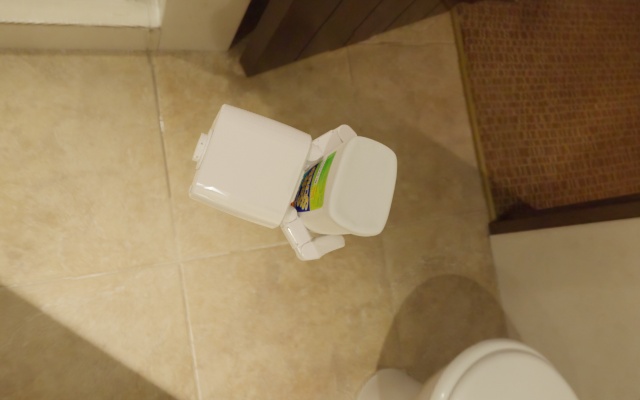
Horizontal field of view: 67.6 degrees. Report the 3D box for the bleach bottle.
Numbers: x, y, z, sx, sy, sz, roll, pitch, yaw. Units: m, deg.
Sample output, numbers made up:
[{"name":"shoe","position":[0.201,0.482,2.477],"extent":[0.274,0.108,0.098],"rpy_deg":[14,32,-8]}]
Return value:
[{"name":"bleach bottle","position":[0.000,0.002,0.585],"extent":[0.068,0.102,0.251],"rpy_deg":[20,-16,-17]}]
